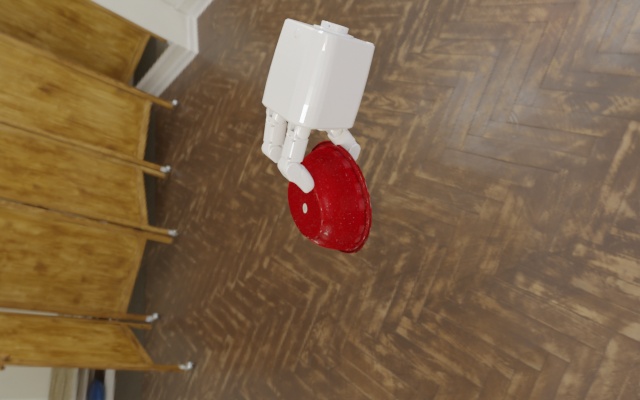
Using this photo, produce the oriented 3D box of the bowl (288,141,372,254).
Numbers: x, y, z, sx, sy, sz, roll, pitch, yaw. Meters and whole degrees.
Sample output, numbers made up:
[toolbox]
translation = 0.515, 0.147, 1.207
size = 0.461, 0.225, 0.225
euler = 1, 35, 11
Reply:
[bowl]
translation = 0.000, 0.004, 0.656
size = 0.055, 0.162, 0.162
euler = -16, 8, -29
